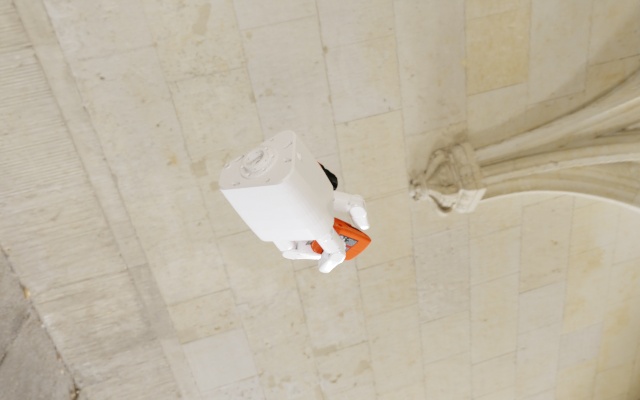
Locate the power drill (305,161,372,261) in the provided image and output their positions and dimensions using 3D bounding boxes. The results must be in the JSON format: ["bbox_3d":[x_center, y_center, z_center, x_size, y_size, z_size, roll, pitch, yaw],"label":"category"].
[{"bbox_3d":[0.000,0.003,0.732,0.057,0.187,0.184,-45,-34,18],"label":"power drill"}]
